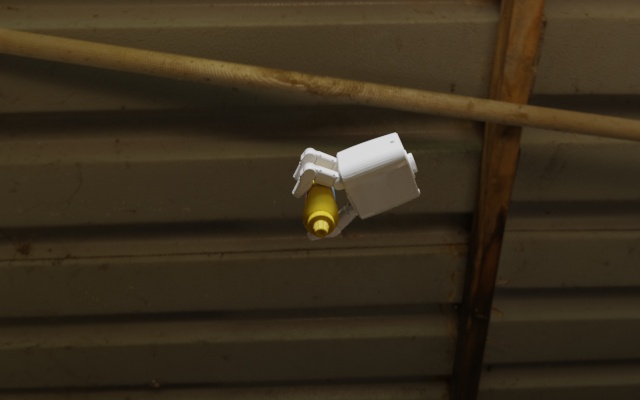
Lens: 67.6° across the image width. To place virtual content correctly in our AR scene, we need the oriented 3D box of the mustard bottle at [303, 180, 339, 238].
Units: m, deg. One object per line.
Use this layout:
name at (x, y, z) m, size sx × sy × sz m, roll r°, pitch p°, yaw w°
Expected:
mustard bottle at (0.000, 0.003, 0.796) m, size 0.058 × 0.096 × 0.191 m, roll 1°, pitch 29°, yaw -2°
